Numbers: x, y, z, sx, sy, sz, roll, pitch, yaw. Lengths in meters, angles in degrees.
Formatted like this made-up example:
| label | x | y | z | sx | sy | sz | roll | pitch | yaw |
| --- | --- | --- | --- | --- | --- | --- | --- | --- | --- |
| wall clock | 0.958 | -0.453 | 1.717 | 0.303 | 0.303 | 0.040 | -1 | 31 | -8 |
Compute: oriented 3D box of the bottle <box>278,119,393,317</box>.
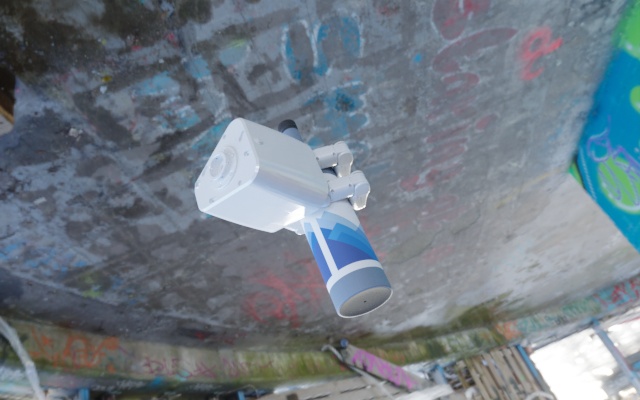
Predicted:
| label | x | y | z | sx | sy | sz | roll | pitch | yaw |
| --- | --- | --- | --- | --- | --- | --- | --- | --- | --- |
| bottle | 0.000 | 0.002 | 0.609 | 0.069 | 0.295 | 0.069 | -16 | -36 | -12 |
